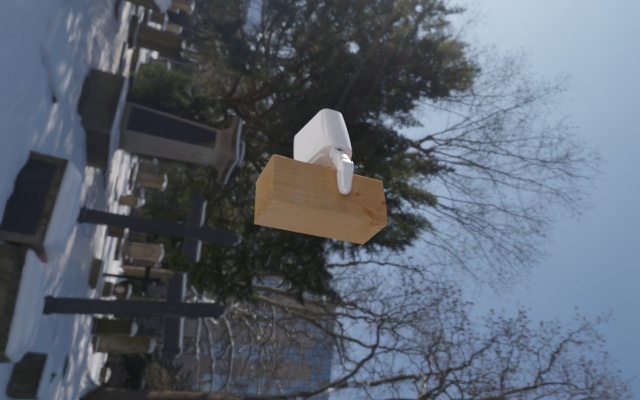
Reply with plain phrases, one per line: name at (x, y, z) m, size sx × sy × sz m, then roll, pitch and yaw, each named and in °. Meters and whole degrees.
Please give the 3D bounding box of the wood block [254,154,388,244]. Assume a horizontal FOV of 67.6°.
wood block at (0.000, 0.002, 0.817) m, size 0.206 × 0.090 × 0.091 m, roll 12°, pitch -34°, yaw -22°
